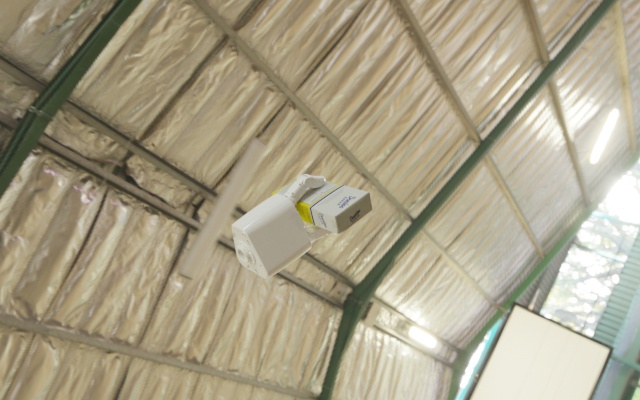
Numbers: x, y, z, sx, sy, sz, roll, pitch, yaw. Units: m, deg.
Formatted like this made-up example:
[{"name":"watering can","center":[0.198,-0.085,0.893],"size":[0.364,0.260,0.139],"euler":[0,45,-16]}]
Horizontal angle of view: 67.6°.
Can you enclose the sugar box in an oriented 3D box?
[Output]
[{"name":"sugar box","center":[0.000,0.003,0.891],"size":[0.093,0.048,0.176],"euler":[-34,37,-32]}]
